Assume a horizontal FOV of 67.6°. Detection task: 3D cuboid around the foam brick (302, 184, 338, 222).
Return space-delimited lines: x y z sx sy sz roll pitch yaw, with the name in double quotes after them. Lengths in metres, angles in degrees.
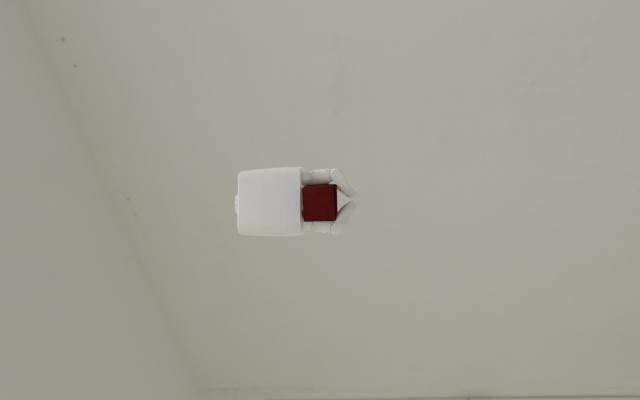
0.000 0.002 0.755 0.051 0.053 0.078 -1 6 4 "foam brick"
